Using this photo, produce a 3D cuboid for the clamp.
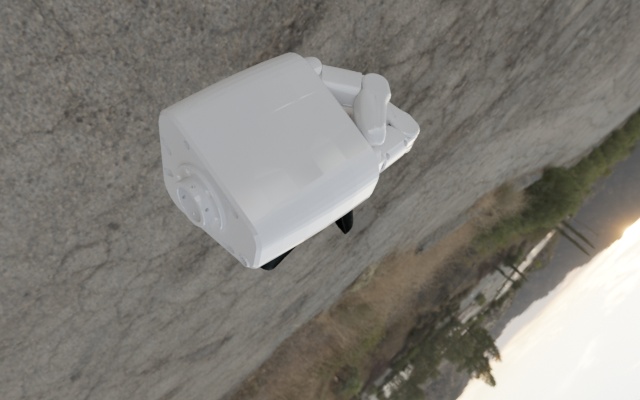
[{"bbox_3d":[0.001,0.002,0.430,0.120,0.039,0.172,-33,-24,-32],"label":"clamp"}]
